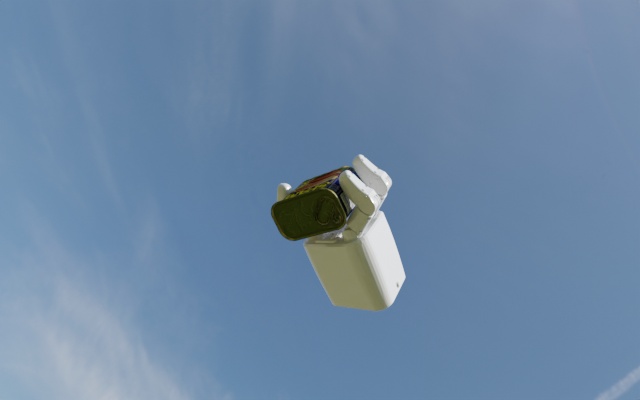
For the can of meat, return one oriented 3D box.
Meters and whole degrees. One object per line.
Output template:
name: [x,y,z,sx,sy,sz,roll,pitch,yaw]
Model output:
can of meat: [0.000,0.002,0.623,0.102,0.057,0.084,-17,16,32]
